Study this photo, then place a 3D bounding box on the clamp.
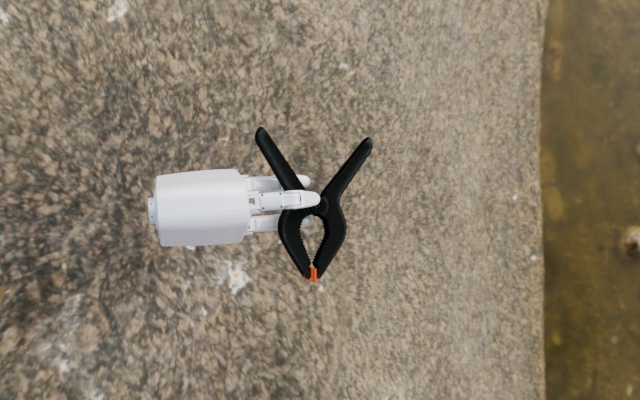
[{"bbox_3d":[0.000,0.003,0.646,0.164,0.210,0.036,-4,-3,-15],"label":"clamp"}]
